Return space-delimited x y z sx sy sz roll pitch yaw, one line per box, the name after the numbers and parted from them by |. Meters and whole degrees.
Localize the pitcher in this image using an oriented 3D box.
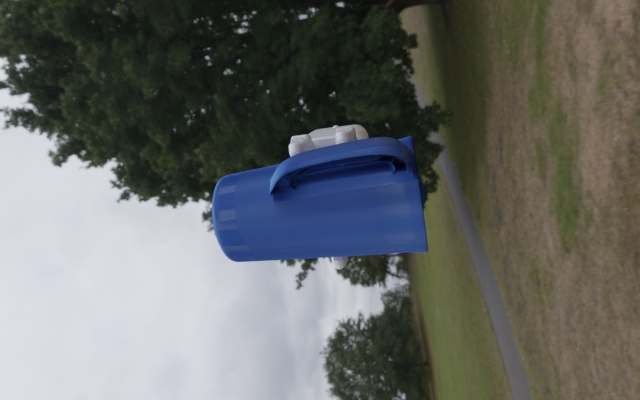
0.000 0.002 0.557 0.243 0.149 0.145 -8 16 10 | pitcher
